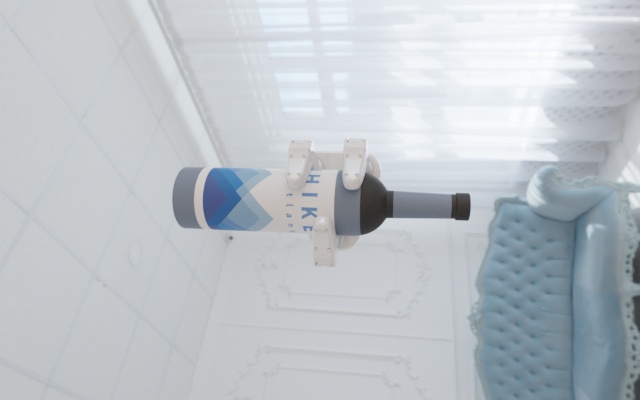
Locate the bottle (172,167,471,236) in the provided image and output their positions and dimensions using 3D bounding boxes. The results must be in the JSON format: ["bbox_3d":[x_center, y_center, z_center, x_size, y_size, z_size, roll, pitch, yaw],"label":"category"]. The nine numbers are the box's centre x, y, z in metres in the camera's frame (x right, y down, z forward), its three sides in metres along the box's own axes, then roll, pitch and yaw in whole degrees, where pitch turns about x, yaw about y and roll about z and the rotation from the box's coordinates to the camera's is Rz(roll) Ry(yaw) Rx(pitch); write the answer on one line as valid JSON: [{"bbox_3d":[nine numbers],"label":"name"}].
[{"bbox_3d":[0.000,0.002,0.491,0.296,0.069,0.069,2,0,10],"label":"bottle"}]
